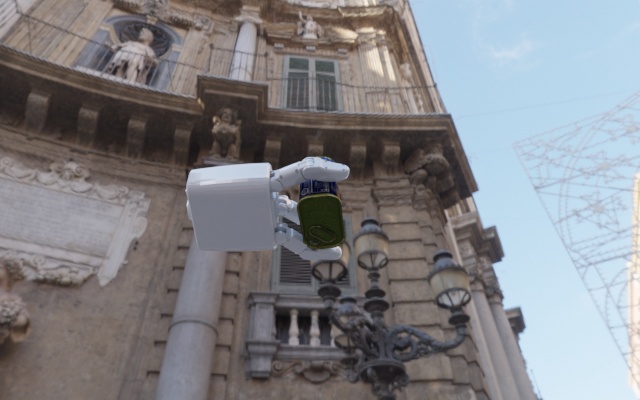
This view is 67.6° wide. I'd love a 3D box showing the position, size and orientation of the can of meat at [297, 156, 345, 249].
[{"bbox_3d":[0.000,0.002,0.655,0.057,0.102,0.083,-6,44,3],"label":"can of meat"}]
